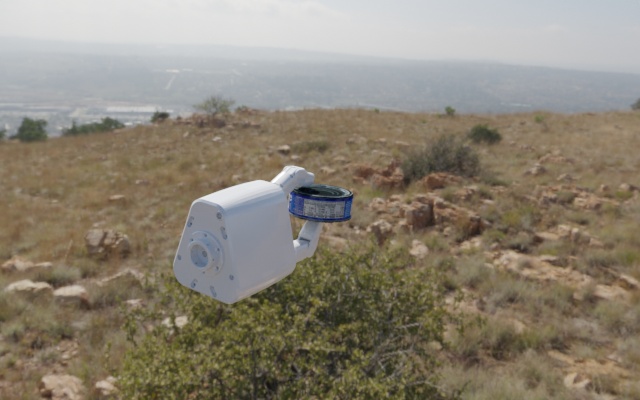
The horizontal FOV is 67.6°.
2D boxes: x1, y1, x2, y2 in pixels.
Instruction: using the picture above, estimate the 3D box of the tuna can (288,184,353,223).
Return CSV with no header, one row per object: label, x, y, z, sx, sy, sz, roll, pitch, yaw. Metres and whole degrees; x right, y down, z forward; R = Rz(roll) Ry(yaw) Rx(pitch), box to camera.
tuna can,0.000,0.001,0.629,0.086,0.034,0.086,5,12,-1
